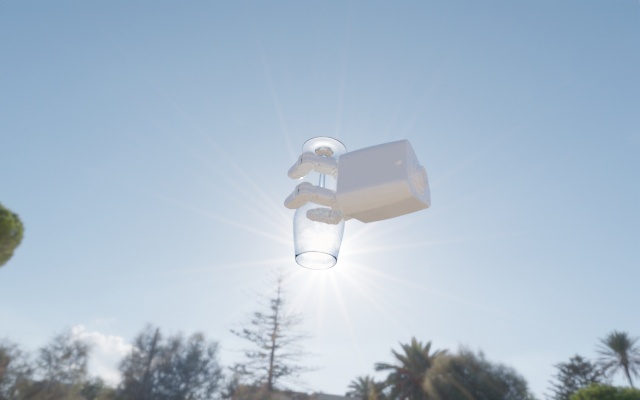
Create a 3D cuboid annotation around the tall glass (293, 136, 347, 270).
[{"bbox_3d":[0.000,0.002,0.733,0.079,0.201,0.079,3,-32,2],"label":"tall glass"}]
